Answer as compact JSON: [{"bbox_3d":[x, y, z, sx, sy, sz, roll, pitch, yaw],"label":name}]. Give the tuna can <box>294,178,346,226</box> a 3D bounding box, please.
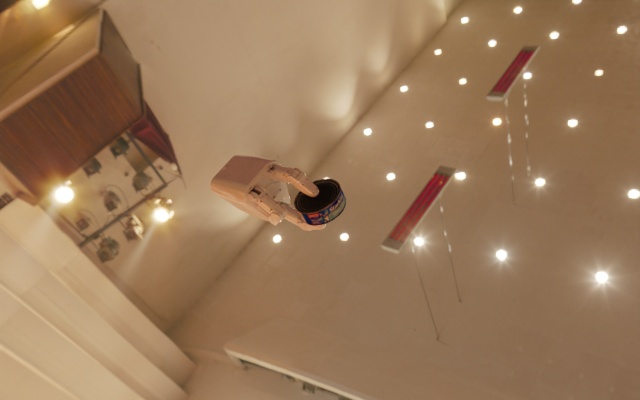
[{"bbox_3d":[0.000,0.003,0.821,0.086,0.034,0.086,-18,37,14],"label":"tuna can"}]
